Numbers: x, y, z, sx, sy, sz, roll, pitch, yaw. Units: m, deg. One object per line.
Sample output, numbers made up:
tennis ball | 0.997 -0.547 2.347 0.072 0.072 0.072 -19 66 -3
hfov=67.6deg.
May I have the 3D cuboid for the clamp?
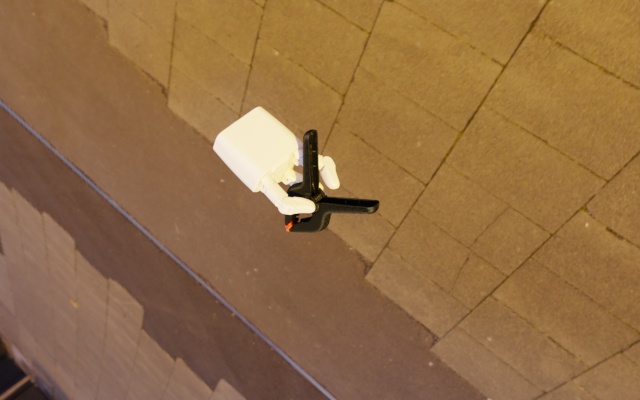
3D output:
clamp | -0.001 0.003 0.804 0.036 0.164 0.210 -35 -14 -42
